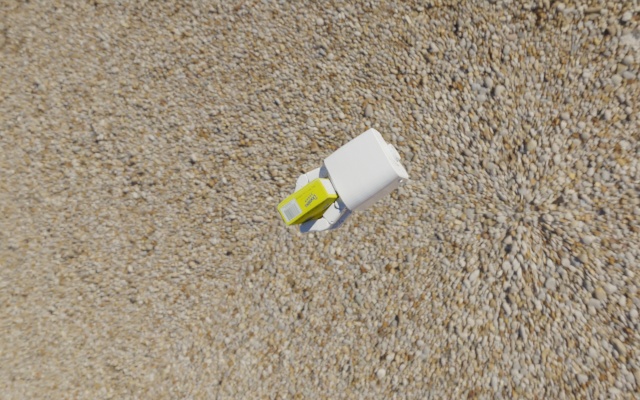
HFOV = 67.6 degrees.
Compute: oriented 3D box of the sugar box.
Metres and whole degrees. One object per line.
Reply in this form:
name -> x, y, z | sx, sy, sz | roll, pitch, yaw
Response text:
sugar box -> 0.000, 0.003, 0.873 | 0.093, 0.048, 0.176 | -34, -14, 18
